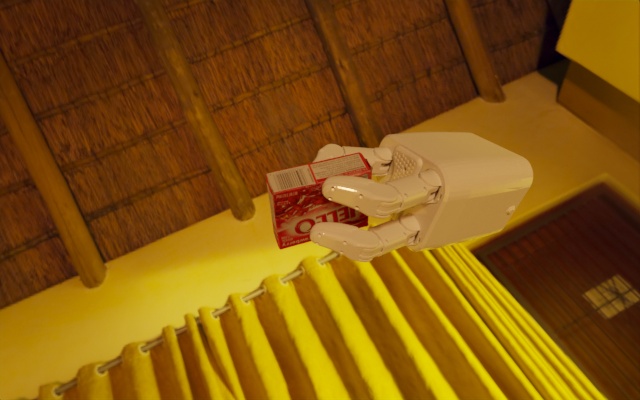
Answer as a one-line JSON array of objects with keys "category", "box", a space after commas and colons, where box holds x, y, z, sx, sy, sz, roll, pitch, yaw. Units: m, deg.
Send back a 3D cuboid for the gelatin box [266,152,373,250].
[{"category": "gelatin box", "box": [0.000, 0.001, 0.425, 0.089, 0.073, 0.030, -13, 48, -11]}]
